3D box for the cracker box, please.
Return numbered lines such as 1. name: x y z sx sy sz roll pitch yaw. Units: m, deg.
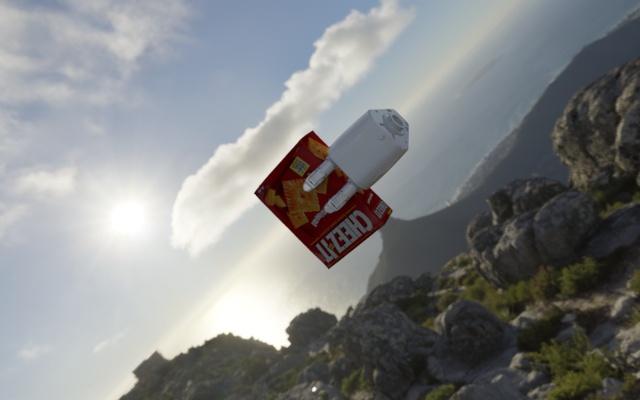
1. cracker box: 0.000 0.003 0.900 0.164 0.213 0.072 -43 2 34
